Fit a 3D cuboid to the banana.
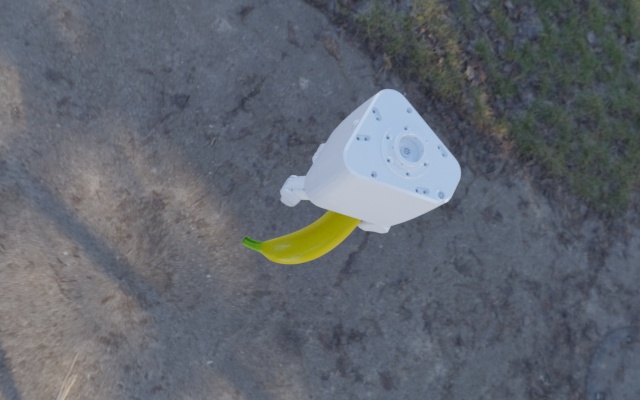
[{"bbox_3d":[0.008,0.019,0.565,0.197,0.069,0.037,-33,-4,-21],"label":"banana"}]
